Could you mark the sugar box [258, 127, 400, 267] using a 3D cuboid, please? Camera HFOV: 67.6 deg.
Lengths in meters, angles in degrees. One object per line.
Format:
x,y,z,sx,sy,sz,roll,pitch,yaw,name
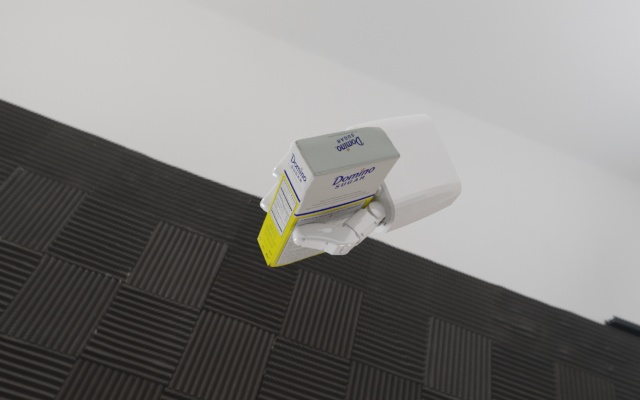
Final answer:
0.000,0.001,0.479,0.093,0.048,0.176,-14,-29,-28,sugar box
